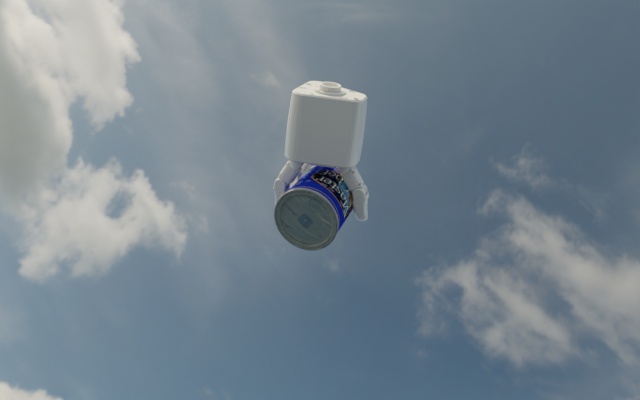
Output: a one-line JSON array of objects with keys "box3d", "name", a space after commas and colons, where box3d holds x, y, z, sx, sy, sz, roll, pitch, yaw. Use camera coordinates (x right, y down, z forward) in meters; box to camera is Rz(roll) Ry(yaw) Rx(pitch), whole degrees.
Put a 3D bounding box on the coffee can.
[{"box3d": [0.000, 0.003, 0.773, 0.103, 0.103, 0.140, 0, 24, 22], "name": "coffee can"}]
